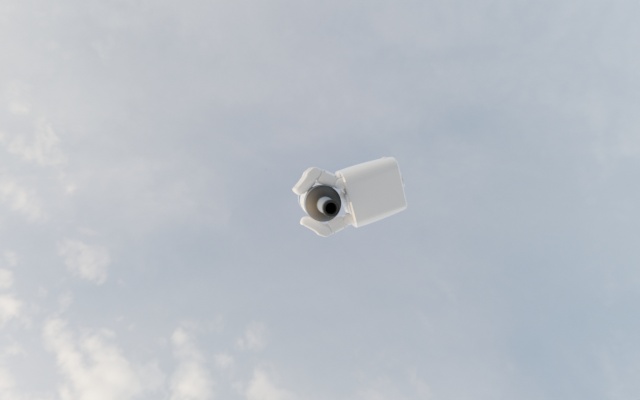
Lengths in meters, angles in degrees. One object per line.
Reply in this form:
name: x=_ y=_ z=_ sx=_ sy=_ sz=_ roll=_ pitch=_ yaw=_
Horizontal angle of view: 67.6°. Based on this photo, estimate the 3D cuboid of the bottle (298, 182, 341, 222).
bottle: x=0.000 y=0.003 z=0.889 sx=0.069 sy=0.069 sz=0.295 roll=0 pitch=4 yaw=-7
